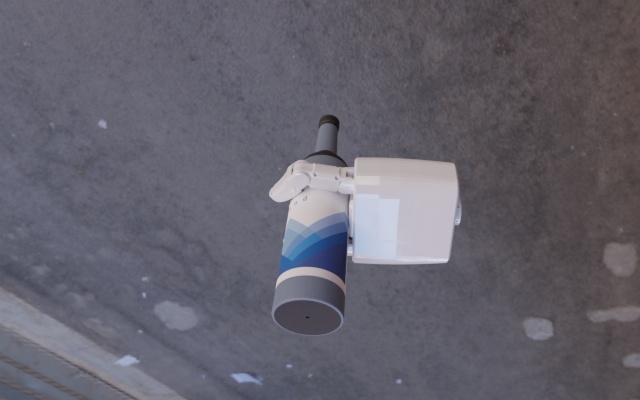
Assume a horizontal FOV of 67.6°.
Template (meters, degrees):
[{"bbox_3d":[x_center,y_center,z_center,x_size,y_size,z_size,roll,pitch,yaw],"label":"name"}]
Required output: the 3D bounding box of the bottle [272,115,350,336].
[{"bbox_3d":[0.000,0.002,0.536,0.069,0.295,0.069,3,-44,3],"label":"bottle"}]
